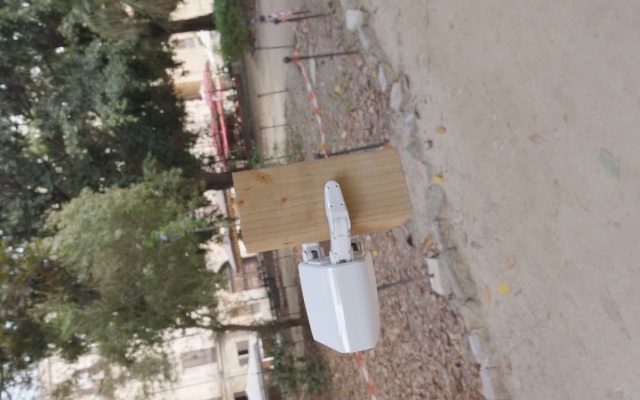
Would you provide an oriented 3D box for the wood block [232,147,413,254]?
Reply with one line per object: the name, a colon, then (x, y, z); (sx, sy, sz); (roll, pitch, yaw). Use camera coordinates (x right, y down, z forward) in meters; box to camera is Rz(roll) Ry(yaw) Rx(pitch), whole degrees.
wood block: (0.000, 0.002, 0.612); (0.206, 0.090, 0.091); (-10, -13, -7)
